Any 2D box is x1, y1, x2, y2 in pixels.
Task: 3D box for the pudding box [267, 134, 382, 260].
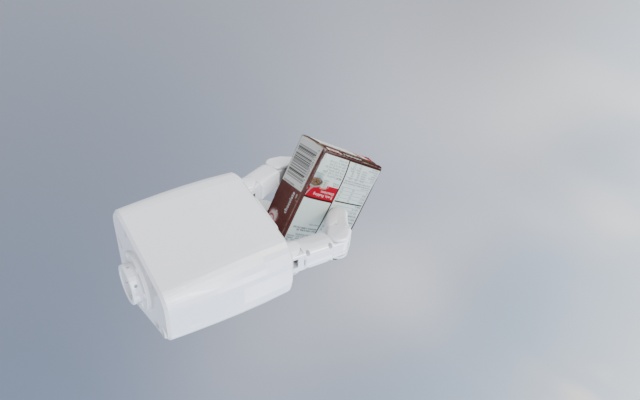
[{"bbox_3d":[0.000,0.002,0.472,0.090,0.113,0.039,13,20,-47],"label":"pudding box"}]
